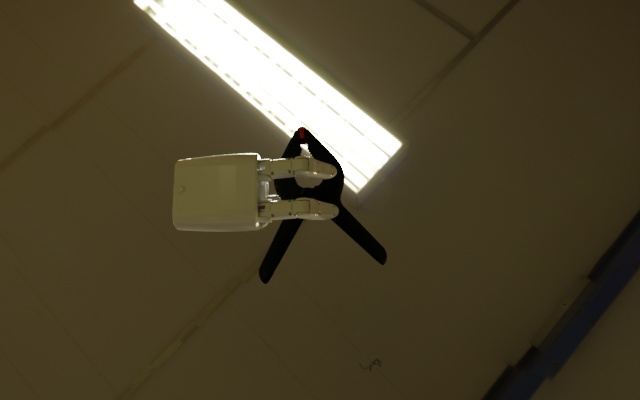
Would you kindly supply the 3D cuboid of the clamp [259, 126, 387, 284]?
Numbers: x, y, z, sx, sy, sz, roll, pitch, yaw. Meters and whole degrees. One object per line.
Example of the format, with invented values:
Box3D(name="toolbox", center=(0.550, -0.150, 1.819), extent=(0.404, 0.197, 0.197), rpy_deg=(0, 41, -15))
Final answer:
Box3D(name="clamp", center=(0.000, 0.002, 0.634), extent=(0.164, 0.210, 0.036), rpy_deg=(-2, -16, -1))
